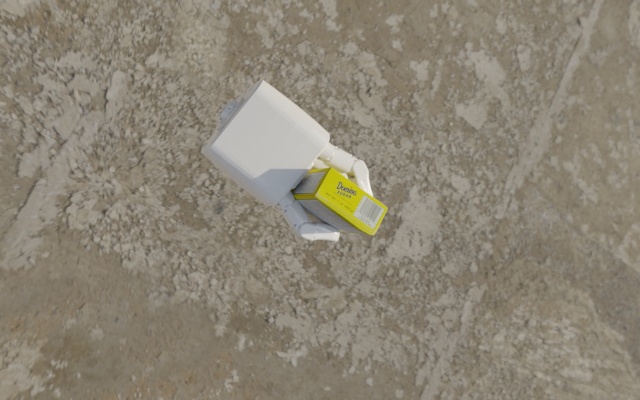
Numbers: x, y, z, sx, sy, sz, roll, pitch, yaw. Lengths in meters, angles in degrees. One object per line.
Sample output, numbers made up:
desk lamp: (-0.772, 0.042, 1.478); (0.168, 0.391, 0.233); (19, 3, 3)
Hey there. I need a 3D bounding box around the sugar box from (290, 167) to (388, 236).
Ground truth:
sugar box: (0.000, 0.001, 0.624); (0.093, 0.048, 0.176); (35, -12, -22)
